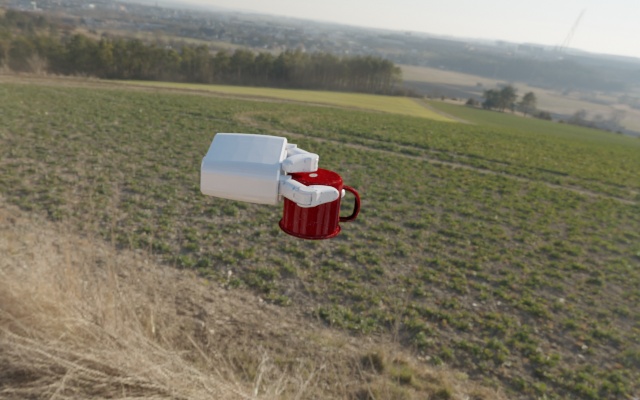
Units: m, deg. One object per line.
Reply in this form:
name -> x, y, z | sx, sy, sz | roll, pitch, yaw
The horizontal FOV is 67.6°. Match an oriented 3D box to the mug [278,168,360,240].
mug -> 0.002, 0.002, 0.692 | 0.117, 0.081, 0.093 | 5, 20, -2
